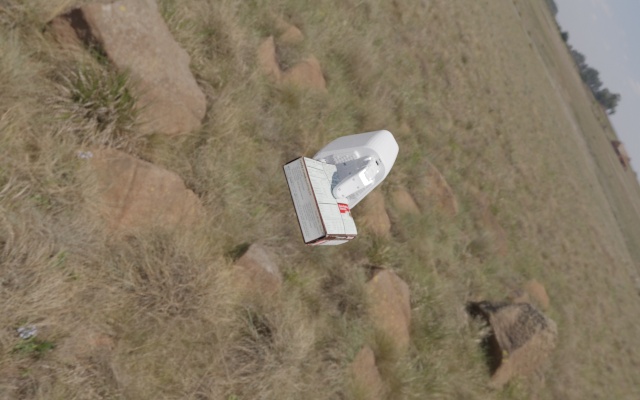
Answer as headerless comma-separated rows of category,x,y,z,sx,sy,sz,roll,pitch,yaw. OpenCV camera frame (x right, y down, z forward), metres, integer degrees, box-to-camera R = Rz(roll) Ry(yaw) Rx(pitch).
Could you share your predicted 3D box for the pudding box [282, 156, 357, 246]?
pudding box,0.000,0.002,0.636,0.039,0.113,0.090,-26,-16,27
